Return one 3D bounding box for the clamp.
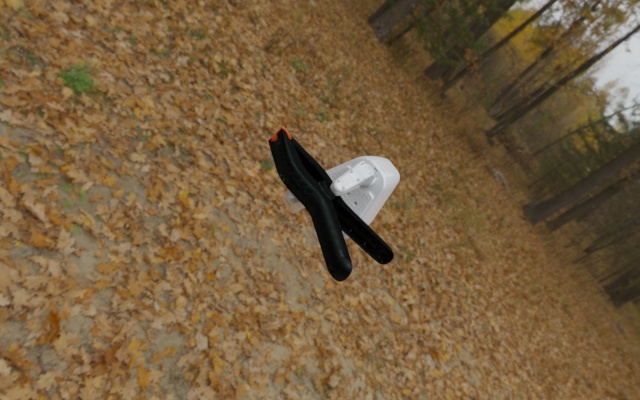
[{"bbox_3d":[0.000,0.001,0.553,0.036,0.210,0.164,-40,-9,18],"label":"clamp"}]
